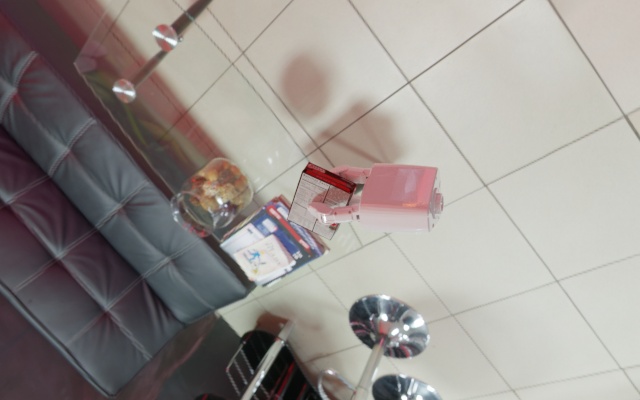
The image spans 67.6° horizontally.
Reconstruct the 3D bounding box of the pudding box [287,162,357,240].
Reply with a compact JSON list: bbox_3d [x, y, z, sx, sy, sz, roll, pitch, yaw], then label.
[{"bbox_3d":[0.000,0.003,0.801,0.090,0.114,0.039,26,36,6],"label":"pudding box"}]
